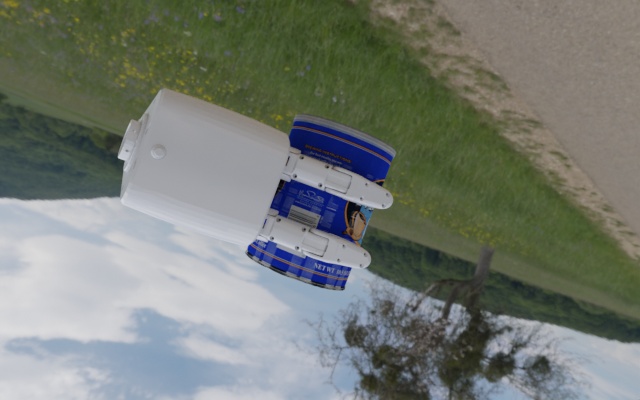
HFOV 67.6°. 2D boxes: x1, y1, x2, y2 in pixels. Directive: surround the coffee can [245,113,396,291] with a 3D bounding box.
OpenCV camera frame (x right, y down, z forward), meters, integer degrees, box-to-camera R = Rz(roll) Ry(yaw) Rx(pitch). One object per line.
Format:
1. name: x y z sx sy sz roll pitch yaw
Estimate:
1. coffee can: 0.000 0.001 0.458 0.103 0.140 0.103 20 0 0
